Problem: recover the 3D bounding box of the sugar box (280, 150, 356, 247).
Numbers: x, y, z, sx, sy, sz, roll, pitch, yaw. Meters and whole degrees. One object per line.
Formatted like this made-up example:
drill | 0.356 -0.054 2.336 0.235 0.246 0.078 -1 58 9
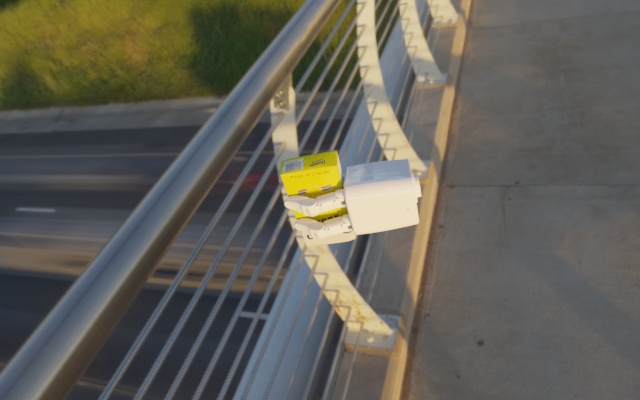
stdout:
sugar box | 0.000 0.003 0.800 0.093 0.176 0.048 -9 41 10
